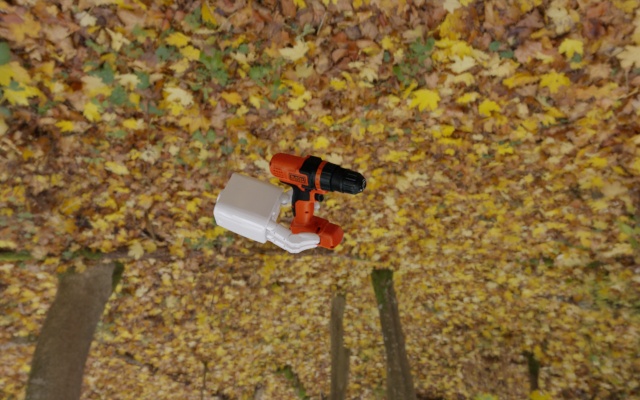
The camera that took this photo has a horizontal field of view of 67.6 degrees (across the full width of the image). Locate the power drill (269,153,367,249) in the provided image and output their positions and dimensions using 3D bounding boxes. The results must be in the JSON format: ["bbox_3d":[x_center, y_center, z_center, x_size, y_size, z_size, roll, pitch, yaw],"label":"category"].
[{"bbox_3d":[0.000,0.003,0.886,0.184,0.188,0.057,17,45,24],"label":"power drill"}]
